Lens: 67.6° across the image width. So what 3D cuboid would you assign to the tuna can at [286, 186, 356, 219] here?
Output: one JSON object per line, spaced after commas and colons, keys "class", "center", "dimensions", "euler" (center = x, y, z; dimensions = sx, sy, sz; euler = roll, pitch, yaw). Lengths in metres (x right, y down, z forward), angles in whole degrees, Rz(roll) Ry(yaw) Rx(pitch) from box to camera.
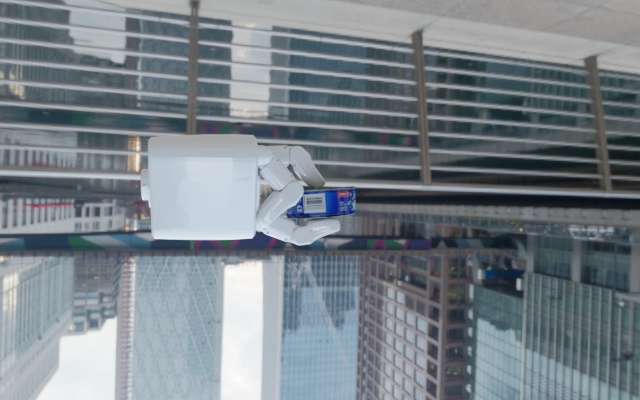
{"class": "tuna can", "center": [0.000, 0.002, 0.575], "dimensions": [0.086, 0.034, 0.086], "euler": [-4, 2, 0]}
